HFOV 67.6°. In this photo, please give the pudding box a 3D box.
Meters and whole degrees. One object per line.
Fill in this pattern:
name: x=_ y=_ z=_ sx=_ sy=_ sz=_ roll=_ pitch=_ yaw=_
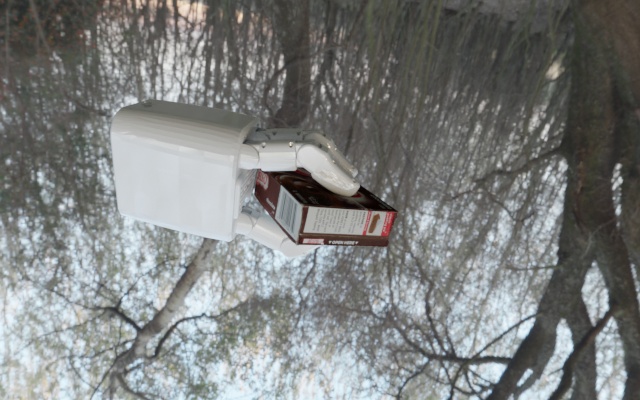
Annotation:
pudding box: x=0.000 y=0.002 z=0.425 sx=0.090 sy=0.039 sz=0.113 roll=3 pitch=22 yaw=-27
